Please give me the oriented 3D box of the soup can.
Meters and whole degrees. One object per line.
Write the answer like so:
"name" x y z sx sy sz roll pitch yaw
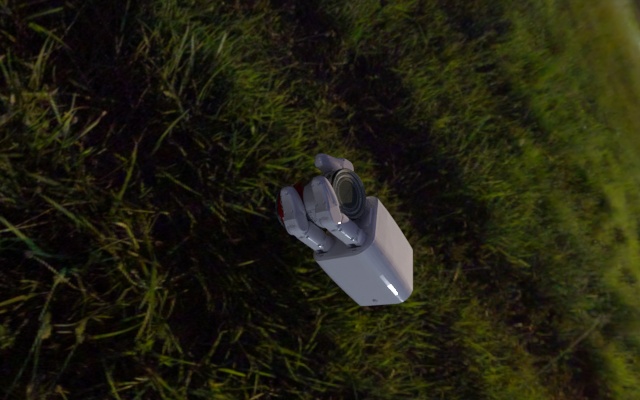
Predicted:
"soup can" 0.000 0.002 0.620 0.102 0.068 0.068 -15 -10 41
